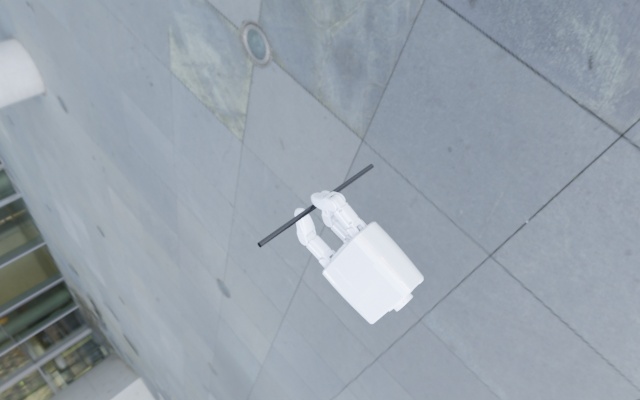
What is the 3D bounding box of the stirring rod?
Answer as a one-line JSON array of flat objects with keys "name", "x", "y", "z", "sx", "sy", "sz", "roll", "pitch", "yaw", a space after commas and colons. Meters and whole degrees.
[{"name": "stirring rod", "x": 0.000, "y": 0.002, "z": 0.716, "sx": 0.239, "sy": 0.011, "sz": 0.011, "roll": -35, "pitch": 20, "yaw": -32}]
